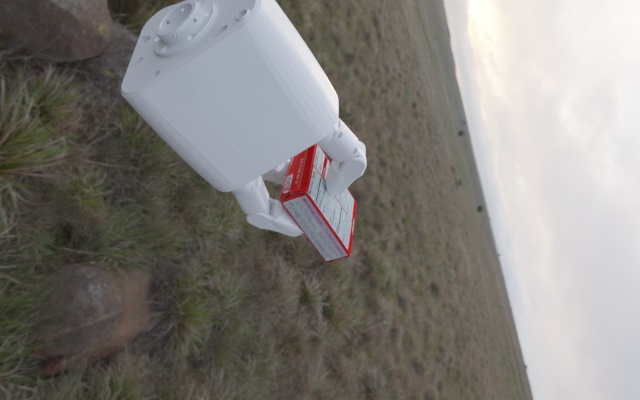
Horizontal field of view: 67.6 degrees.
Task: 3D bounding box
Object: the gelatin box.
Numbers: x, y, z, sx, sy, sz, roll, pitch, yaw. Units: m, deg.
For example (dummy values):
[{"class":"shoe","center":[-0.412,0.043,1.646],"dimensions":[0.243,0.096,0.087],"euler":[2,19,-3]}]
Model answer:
[{"class":"gelatin box","center":[0.001,0.002,0.446],"dimensions":[0.030,0.089,0.073],"euler":[-18,37,24]}]
